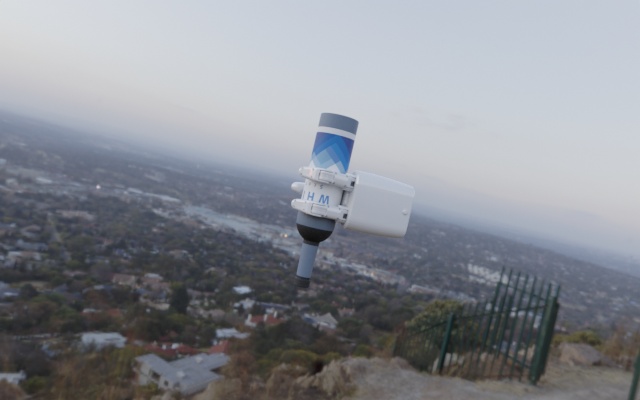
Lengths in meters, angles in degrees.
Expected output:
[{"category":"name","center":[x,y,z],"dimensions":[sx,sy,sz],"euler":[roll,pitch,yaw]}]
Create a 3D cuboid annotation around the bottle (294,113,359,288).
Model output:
[{"category":"bottle","center":[0.000,0.002,0.815],"dimensions":[0.069,0.295,0.069],"euler":[13,1,0]}]
